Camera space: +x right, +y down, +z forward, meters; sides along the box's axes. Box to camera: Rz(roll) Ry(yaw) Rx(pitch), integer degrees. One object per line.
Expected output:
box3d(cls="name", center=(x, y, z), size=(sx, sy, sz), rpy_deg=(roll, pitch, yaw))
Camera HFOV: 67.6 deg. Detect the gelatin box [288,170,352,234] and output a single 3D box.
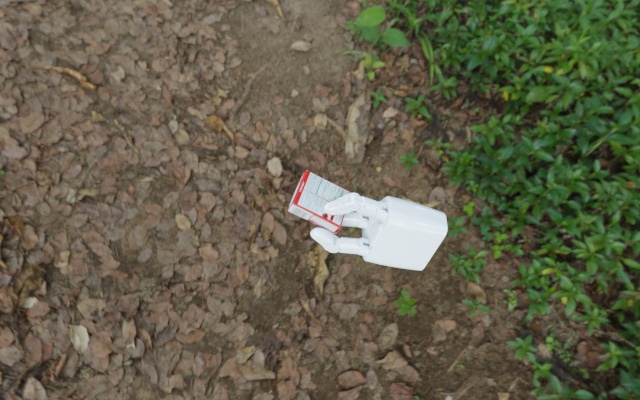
box3d(cls="gelatin box", center=(0.000, 0.002, 0.779), size=(0.089, 0.073, 0.030), rpy_deg=(27, -34, -9))
